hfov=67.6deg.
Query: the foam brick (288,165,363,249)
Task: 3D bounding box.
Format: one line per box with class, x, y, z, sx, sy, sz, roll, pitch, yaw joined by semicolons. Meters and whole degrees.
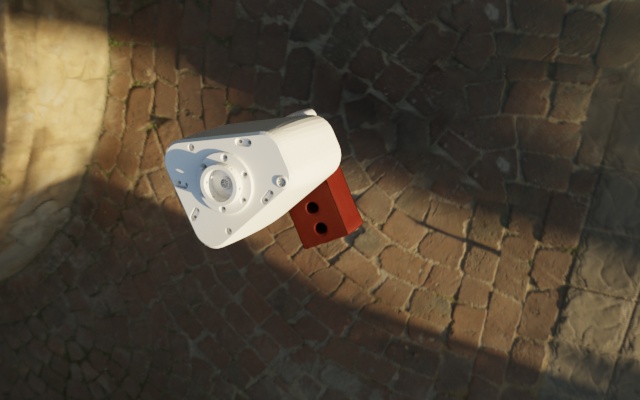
foam brick;0.000;0.002;0.484;0.053;0.078;0.051;-21;6;24
